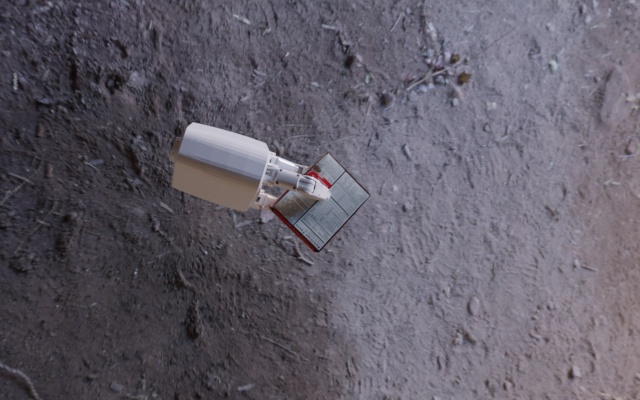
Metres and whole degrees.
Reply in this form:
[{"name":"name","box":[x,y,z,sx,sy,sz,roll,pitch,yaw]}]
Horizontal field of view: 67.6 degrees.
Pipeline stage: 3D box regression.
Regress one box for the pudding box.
[{"name":"pudding box","box":[0.000,0.002,0.656,0.113,0.090,0.039,-46,7,-11]}]
